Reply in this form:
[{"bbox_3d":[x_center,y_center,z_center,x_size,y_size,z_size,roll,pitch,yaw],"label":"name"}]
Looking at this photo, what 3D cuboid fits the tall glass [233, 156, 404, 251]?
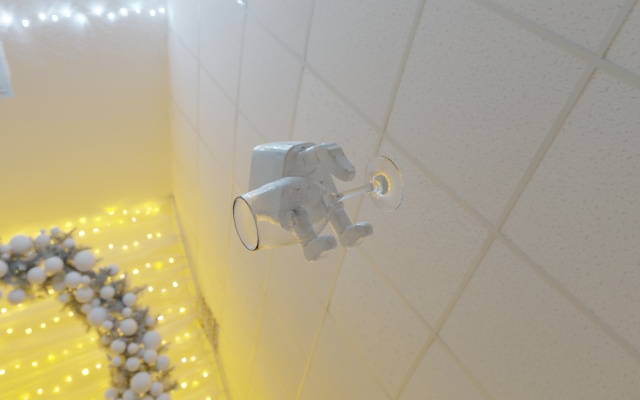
[{"bbox_3d":[0.001,0.002,0.566,0.201,0.079,0.079,-16,8,-31],"label":"tall glass"}]
